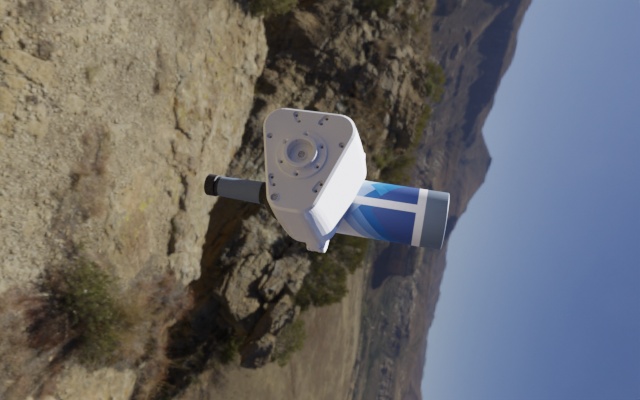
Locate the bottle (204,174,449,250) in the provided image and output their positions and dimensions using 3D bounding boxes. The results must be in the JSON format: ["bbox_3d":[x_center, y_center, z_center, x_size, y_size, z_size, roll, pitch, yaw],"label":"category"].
[{"bbox_3d":[0.000,0.002,0.577,0.295,0.069,0.069,9,2,12],"label":"bottle"}]
